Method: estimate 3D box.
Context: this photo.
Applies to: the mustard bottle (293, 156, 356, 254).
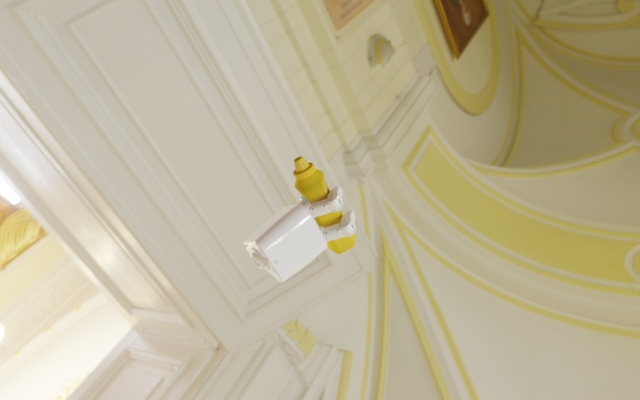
[{"bbox_3d":[0.001,0.003,0.884,0.058,0.192,0.096,-28,25,2],"label":"mustard bottle"}]
